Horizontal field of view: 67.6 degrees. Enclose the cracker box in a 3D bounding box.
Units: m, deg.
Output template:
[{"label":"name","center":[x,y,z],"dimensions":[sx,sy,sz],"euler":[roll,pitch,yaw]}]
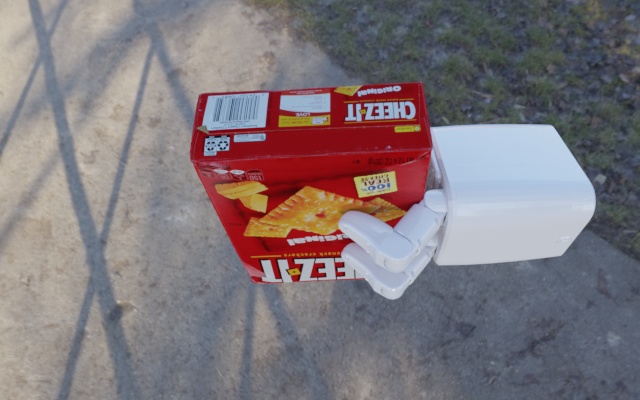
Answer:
[{"label":"cracker box","center":[0.000,0.001,0.412],"dimensions":[0.164,0.072,0.214],"euler":[-2,-33,4]}]
